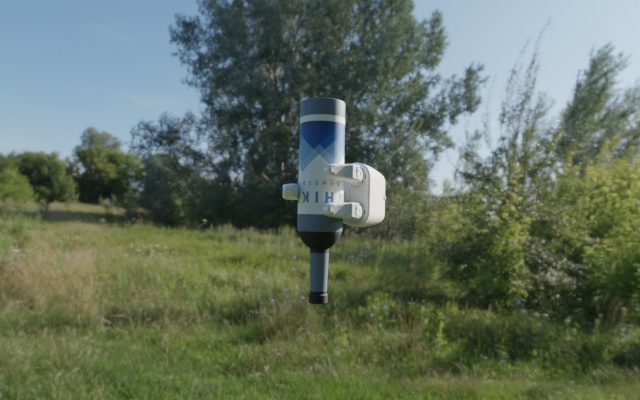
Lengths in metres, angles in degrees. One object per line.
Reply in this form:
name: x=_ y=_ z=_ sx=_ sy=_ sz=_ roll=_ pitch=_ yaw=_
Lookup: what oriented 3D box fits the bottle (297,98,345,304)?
bottle: x=0.000 y=0.002 z=0.703 sx=0.069 sy=0.295 sz=0.069 roll=1 pitch=-3 yaw=0
